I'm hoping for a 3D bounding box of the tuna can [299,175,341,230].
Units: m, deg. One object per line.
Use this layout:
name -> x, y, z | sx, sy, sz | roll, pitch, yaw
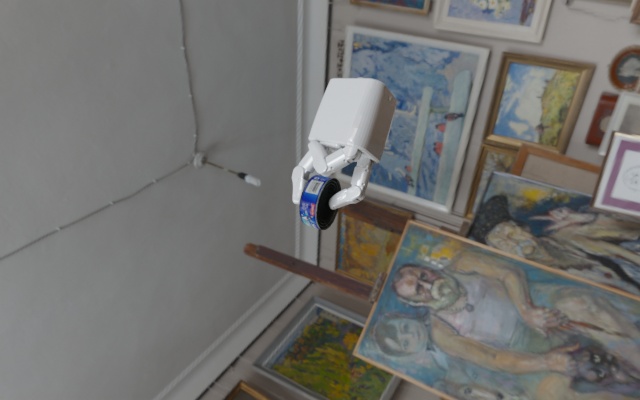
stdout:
tuna can -> 0.000, 0.002, 0.770 | 0.034, 0.086, 0.086 | 14, 6, 25
